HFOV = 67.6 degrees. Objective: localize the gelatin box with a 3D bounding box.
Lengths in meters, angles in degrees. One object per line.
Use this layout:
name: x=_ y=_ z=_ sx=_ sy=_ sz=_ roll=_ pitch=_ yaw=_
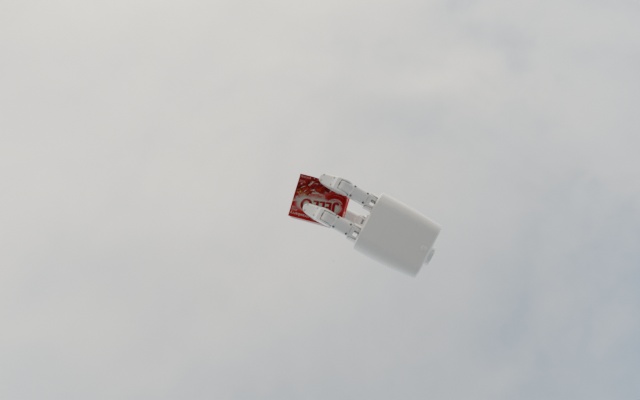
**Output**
gelatin box: x=0.000 y=0.003 z=0.780 sx=0.089 sy=0.073 sz=0.030 roll=14 pitch=-9 yaw=12
